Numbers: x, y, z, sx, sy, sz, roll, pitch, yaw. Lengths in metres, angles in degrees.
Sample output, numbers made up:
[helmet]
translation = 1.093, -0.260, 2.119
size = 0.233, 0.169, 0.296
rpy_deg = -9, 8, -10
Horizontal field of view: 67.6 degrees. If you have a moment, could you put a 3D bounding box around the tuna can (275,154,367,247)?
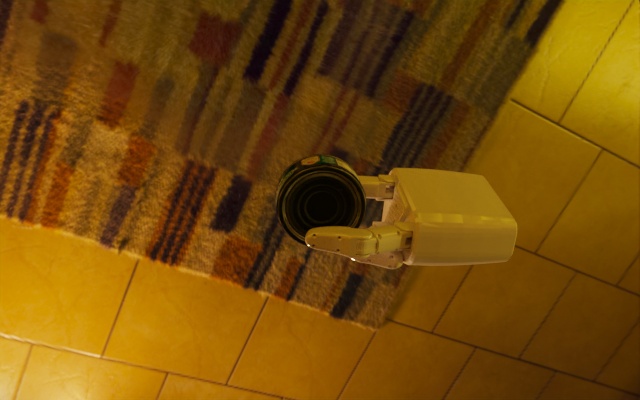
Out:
[tuna can]
translation = 0.000, 0.002, 0.453
size = 0.086, 0.086, 0.033
rpy_deg = 0, 21, -6
